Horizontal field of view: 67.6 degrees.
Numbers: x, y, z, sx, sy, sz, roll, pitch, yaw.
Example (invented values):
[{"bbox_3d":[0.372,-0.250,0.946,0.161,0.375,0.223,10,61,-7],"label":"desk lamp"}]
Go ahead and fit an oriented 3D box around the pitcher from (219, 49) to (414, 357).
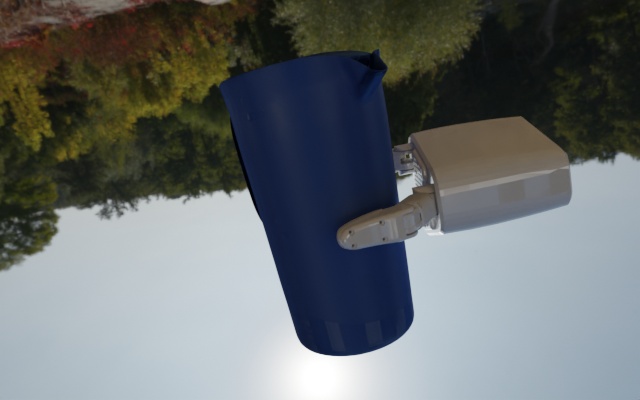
[{"bbox_3d":[0.000,0.001,0.418,0.145,0.243,0.149,-12,10,2],"label":"pitcher"}]
